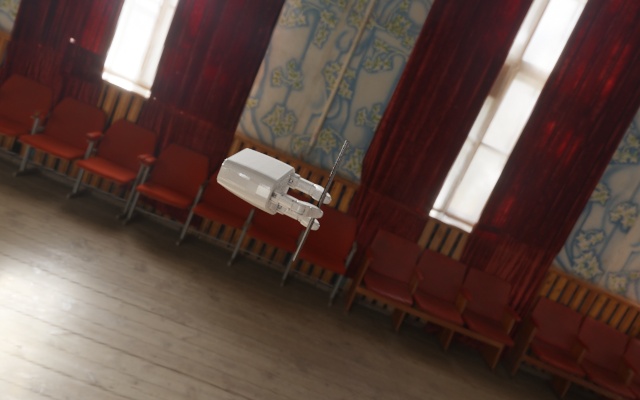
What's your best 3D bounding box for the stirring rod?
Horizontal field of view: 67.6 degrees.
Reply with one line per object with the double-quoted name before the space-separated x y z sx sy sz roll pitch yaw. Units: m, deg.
"stirring rod" 0.000 0.003 0.864 0.011 0.239 0.011 24 10 -4
